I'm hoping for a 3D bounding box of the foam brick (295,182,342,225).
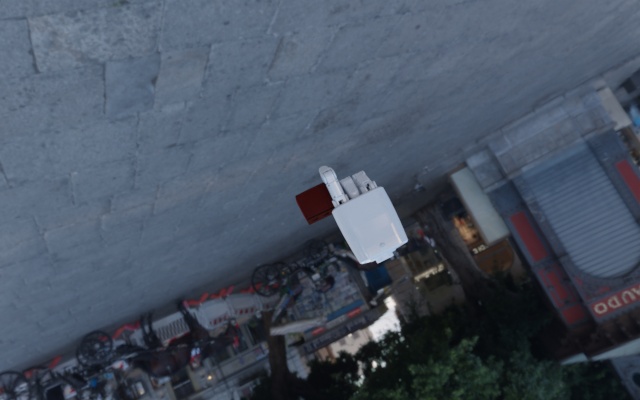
[{"bbox_3d":[0.000,0.003,0.865,0.078,0.051,0.053,-26,-11,-3],"label":"foam brick"}]
